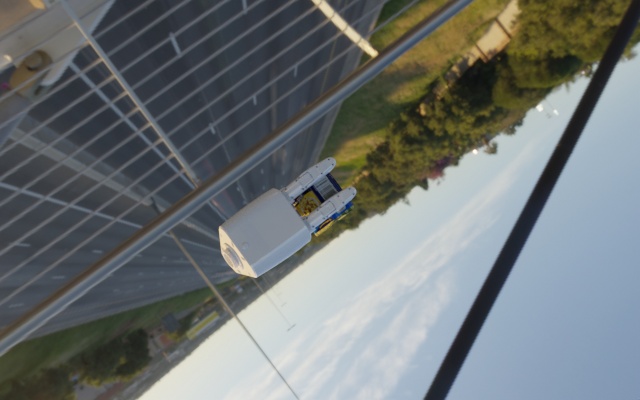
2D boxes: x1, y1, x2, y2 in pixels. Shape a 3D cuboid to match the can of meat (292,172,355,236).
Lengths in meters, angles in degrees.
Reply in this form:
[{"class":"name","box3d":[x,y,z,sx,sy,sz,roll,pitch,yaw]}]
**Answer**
[{"class":"can of meat","box3d":[0.000,0.003,0.778,0.057,0.084,0.102,-35,-4,-29]}]
